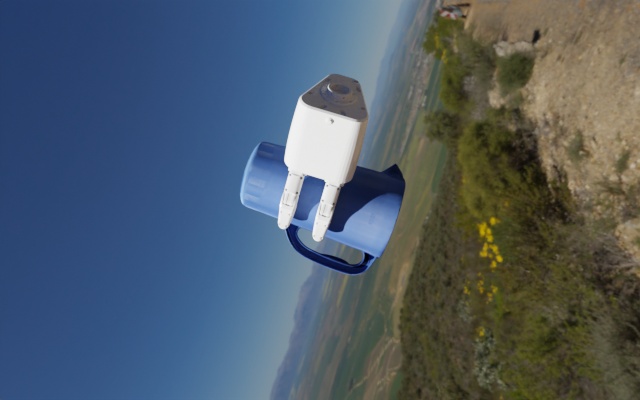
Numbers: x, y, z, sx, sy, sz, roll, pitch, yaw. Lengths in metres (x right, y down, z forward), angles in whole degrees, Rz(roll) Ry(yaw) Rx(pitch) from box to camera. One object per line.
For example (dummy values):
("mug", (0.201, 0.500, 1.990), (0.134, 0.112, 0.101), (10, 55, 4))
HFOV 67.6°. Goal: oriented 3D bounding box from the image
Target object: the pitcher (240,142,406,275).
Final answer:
("pitcher", (0.000, 0.002, 0.753), (0.243, 0.145, 0.149), (18, 44, 2))
